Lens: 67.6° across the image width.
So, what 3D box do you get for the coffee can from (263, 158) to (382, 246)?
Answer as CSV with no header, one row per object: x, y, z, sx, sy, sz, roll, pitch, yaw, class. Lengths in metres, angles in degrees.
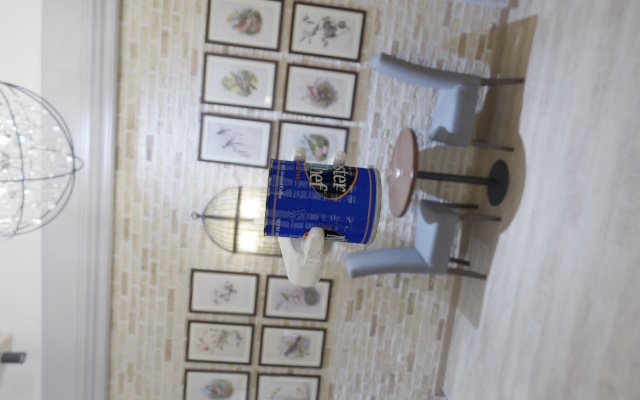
0.000,0.002,0.624,0.140,0.103,0.103,5,-1,-5,coffee can
